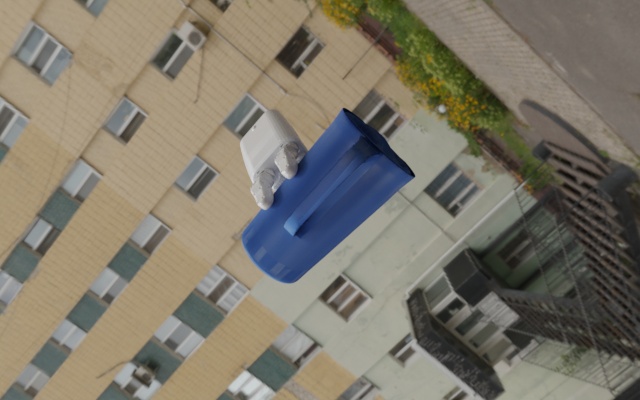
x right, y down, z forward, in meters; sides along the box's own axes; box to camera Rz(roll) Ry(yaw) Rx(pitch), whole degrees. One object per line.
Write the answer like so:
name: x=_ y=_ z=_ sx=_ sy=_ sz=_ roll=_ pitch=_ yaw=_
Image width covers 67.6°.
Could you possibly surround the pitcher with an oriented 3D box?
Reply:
pitcher: x=0.000 y=0.002 z=0.658 sx=0.149 sy=0.243 sz=0.145 roll=30 pitch=20 yaw=-40
